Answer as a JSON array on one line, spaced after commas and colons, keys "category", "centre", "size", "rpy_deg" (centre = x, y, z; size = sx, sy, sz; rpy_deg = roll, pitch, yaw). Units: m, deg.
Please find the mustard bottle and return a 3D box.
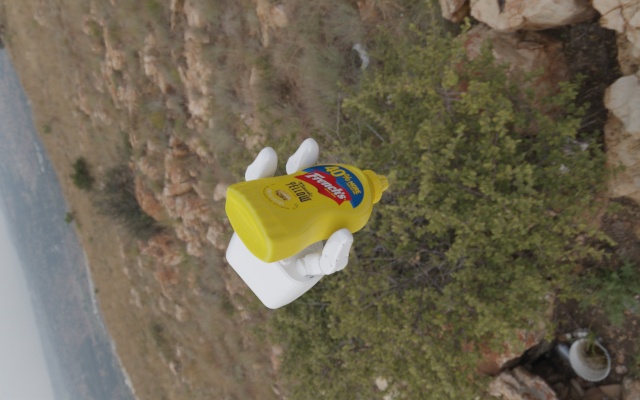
[{"category": "mustard bottle", "centre": [0.000, 0.002, 0.529], "size": [0.191, 0.058, 0.096], "rpy_deg": [-16, 45, -33]}]
